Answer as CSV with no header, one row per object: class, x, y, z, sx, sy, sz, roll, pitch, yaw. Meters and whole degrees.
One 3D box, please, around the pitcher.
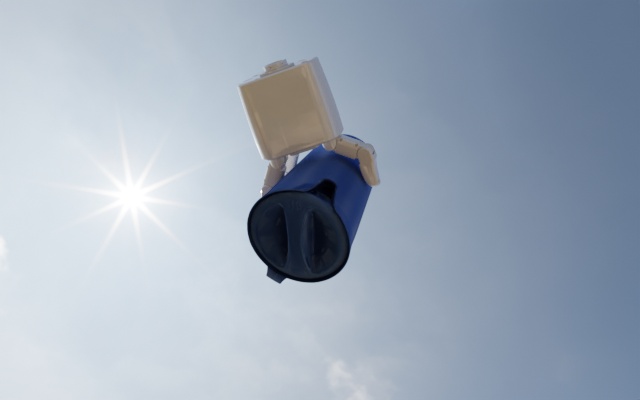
pitcher,0.000,0.002,0.679,0.149,0.145,0.242,-11,23,24
